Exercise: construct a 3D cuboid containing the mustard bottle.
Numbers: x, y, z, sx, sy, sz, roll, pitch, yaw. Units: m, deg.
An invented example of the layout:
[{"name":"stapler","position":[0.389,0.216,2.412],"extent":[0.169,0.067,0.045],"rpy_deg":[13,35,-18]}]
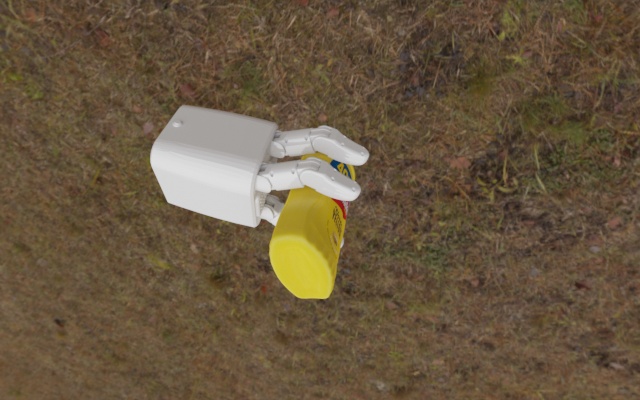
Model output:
[{"name":"mustard bottle","position":[0.000,0.002,0.509],"extent":[0.058,0.096,0.191],"rpy_deg":[-4,42,19]}]
